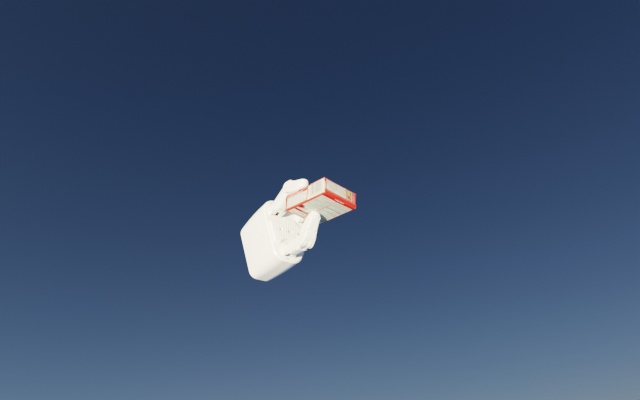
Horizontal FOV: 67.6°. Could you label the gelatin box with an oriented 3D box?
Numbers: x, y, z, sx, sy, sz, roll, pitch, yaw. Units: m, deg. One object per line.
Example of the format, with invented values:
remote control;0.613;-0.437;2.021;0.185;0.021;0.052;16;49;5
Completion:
gelatin box;0.000;0.003;0.759;0.089;0.030;0.073;-25;-37;38
